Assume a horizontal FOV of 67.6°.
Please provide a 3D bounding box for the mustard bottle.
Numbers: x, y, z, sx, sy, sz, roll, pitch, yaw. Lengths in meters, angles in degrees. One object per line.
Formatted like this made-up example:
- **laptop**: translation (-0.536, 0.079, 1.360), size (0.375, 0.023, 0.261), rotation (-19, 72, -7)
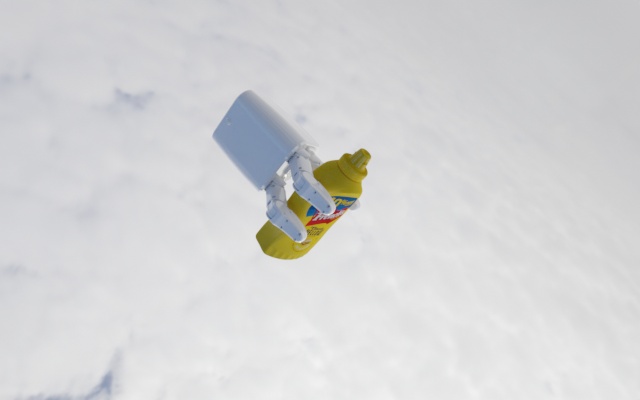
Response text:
- **mustard bottle**: translation (0.000, 0.003, 0.639), size (0.096, 0.058, 0.192), rotation (6, -45, -48)
